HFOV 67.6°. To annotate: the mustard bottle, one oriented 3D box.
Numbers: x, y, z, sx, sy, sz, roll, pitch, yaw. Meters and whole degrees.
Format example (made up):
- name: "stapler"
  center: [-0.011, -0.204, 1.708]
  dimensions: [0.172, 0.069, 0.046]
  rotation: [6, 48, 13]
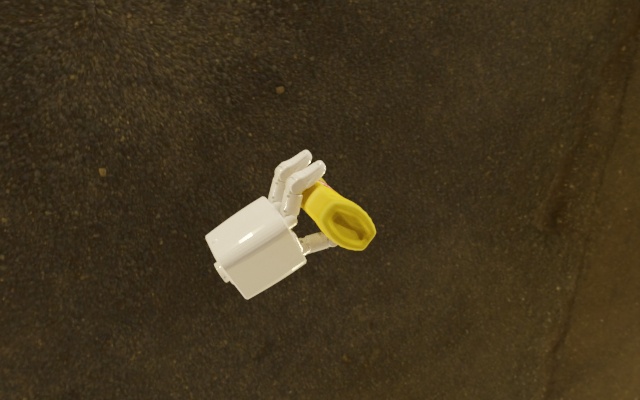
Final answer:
- name: "mustard bottle"
  center: [0.000, 0.002, 0.705]
  dimensions: [0.096, 0.058, 0.191]
  rotation: [34, 4, -32]
